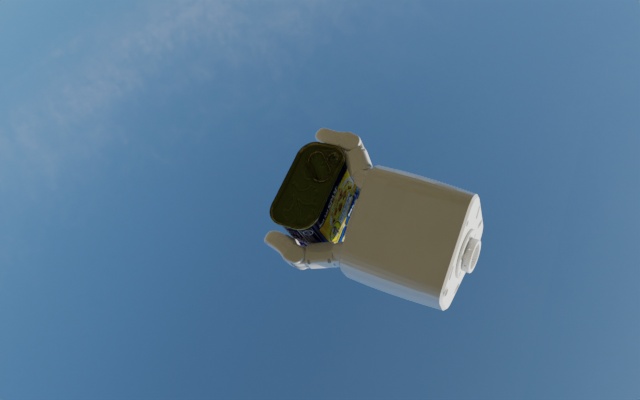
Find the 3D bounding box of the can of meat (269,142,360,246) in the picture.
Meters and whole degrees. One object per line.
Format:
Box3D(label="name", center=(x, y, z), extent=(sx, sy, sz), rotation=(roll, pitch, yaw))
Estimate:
Box3D(label="can of meat", center=(0.000, 0.002, 0.525), extent=(0.057, 0.102, 0.084), rotation=(14, -22, 28))
